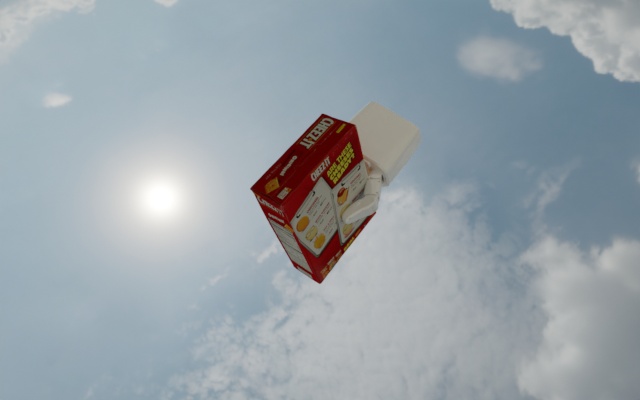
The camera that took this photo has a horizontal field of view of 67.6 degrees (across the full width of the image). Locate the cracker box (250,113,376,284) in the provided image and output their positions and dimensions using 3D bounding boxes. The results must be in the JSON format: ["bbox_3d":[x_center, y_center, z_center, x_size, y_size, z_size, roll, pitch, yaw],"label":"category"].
[{"bbox_3d":[0.000,0.003,0.728,0.072,0.164,0.214,26,-26,32],"label":"cracker box"}]
